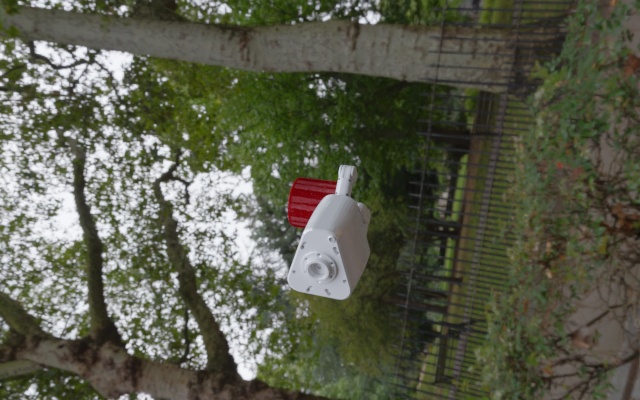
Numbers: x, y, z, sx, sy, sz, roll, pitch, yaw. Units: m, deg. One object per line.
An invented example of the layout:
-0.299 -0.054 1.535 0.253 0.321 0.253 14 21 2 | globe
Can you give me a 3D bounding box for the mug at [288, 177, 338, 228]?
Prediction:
0.000 0.002 0.780 0.081 0.093 0.117 8 25 14 | mug
